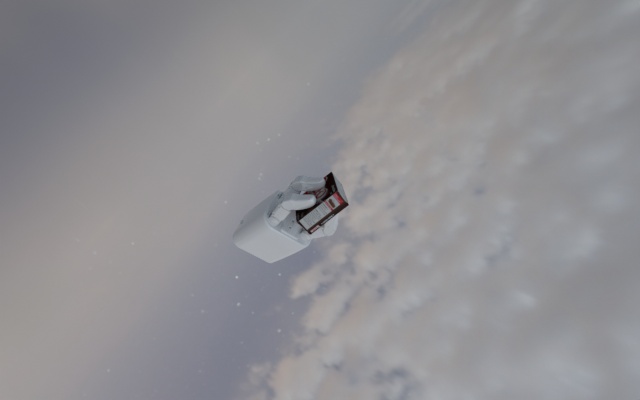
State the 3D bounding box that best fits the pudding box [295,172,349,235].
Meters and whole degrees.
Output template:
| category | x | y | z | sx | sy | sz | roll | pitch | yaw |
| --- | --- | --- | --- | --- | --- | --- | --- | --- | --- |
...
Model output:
| category | x | y | z | sx | sy | sz | roll | pitch | yaw |
| --- | --- | --- | --- | --- | --- | --- | --- | --- | --- |
| pudding box | 0.000 | 0.003 | 0.848 | 0.090 | 0.039 | 0.113 | -39 | 20 | 9 |
